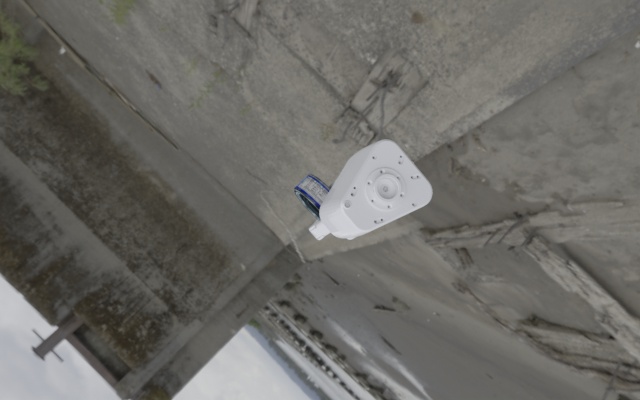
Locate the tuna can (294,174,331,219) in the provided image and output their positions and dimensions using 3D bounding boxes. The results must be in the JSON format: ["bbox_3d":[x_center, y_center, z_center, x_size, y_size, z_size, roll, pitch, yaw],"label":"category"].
[{"bbox_3d":[0.000,0.003,0.713,0.033,0.086,0.086,-44,9,-10],"label":"tuna can"}]
